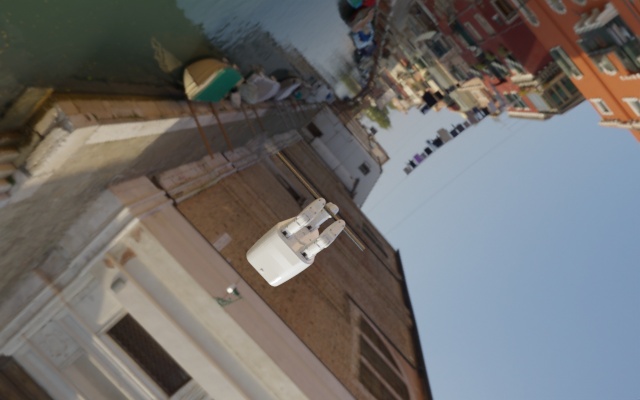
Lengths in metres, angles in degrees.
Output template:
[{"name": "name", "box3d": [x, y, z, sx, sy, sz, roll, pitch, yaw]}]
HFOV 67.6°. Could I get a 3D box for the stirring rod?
[{"name": "stirring rod", "box3d": [0.000, 0.003, 0.883, 0.011, 0.239, 0.011, -42, 5, 5]}]
